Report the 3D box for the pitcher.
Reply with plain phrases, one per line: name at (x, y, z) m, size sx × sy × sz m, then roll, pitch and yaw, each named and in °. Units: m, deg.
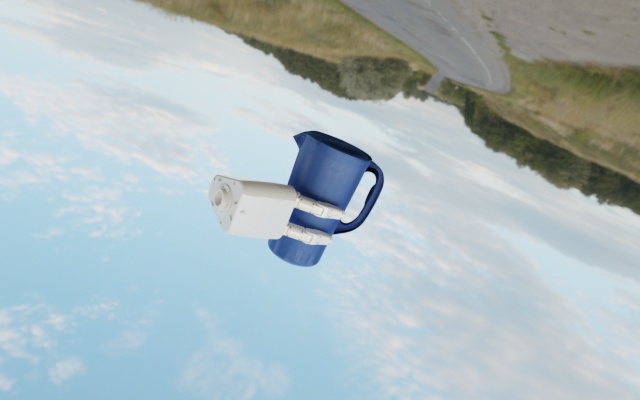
pitcher at (0.000, 0.003, 0.897) m, size 0.145 × 0.243 × 0.149 m, roll 7°, pitch 22°, yaw -42°
